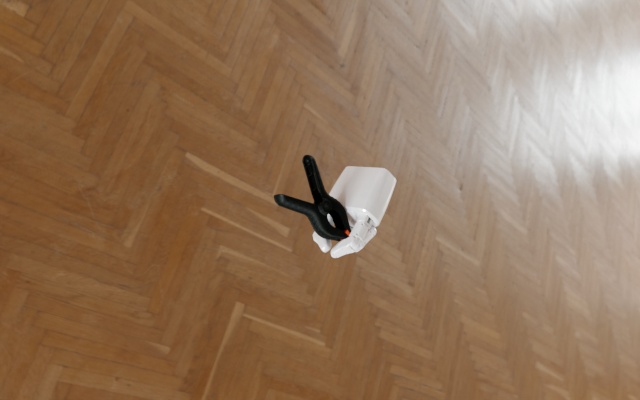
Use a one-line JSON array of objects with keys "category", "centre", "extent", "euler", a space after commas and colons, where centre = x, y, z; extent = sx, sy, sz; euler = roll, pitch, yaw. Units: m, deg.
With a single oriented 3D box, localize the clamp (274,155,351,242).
[{"category": "clamp", "centre": [0.001, 0.003, 0.858], "extent": [0.171, 0.120, 0.039], "euler": [43, -30, -28]}]
